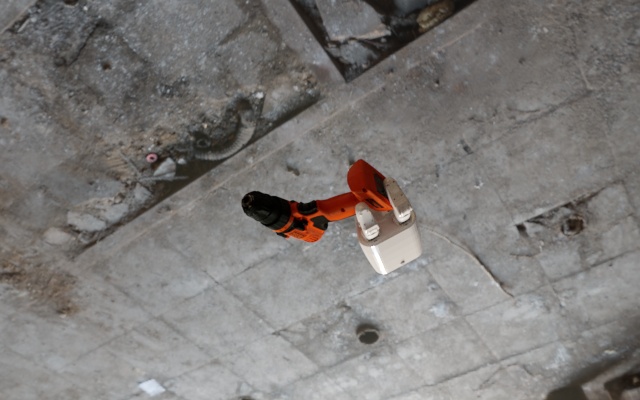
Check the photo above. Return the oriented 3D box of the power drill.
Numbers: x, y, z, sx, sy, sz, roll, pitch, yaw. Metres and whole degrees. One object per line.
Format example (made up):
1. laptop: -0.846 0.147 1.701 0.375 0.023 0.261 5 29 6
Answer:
1. power drill: 0.001 0.002 0.716 0.188 0.057 0.184 -21 -26 26
